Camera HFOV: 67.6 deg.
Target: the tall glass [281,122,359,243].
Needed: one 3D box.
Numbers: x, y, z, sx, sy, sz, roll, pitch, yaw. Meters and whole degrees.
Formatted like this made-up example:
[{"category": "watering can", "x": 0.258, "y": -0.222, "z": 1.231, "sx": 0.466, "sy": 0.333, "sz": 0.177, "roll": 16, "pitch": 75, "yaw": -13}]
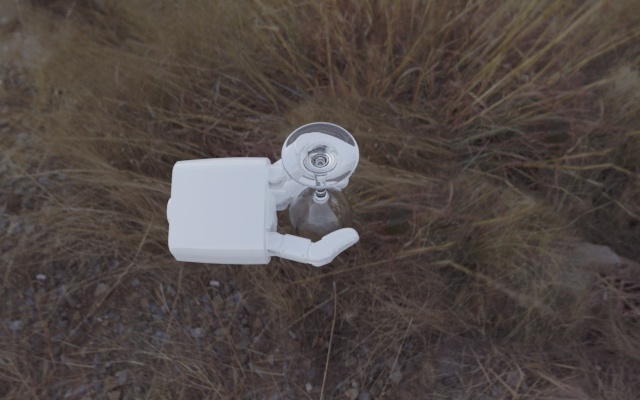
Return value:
[{"category": "tall glass", "x": 0.000, "y": 0.002, "z": 0.540, "sx": 0.079, "sy": 0.079, "sz": 0.201, "roll": 0, "pitch": -28, "yaw": 1}]
